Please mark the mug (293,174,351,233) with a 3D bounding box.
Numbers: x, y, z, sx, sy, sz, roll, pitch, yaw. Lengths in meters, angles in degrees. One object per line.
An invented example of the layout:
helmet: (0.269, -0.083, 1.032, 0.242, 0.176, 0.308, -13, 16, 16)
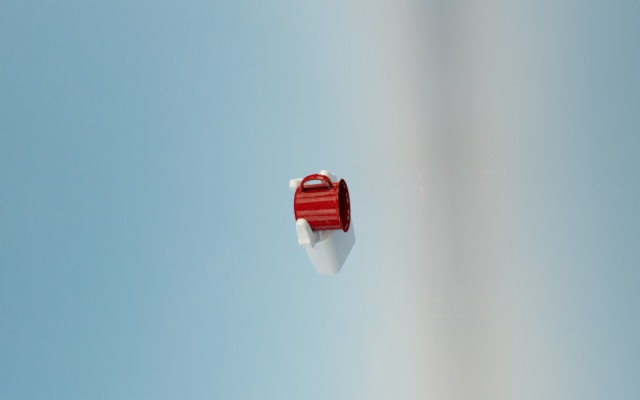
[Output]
mug: (0.000, 0.002, 0.820, 0.081, 0.117, 0.093, -4, 44, 16)
